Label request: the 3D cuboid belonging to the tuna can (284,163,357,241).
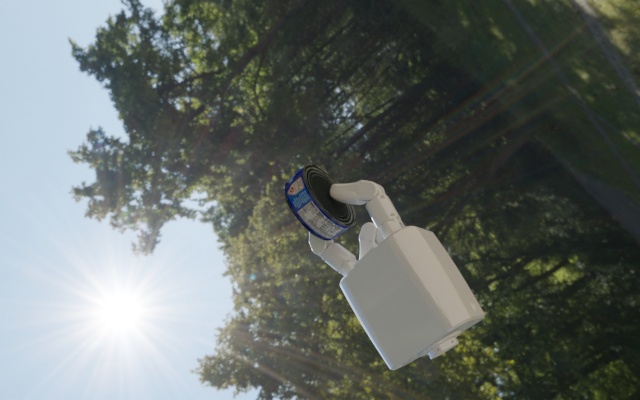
[{"bbox_3d":[0.000,0.002,0.536,0.034,0.086,0.086,-38,-17,23],"label":"tuna can"}]
